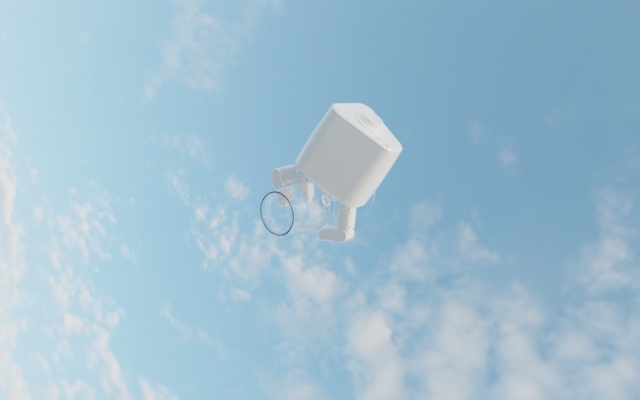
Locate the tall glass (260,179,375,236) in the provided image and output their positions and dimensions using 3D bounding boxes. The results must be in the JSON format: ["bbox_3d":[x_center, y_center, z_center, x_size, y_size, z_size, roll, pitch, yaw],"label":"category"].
[{"bbox_3d":[0.000,0.002,0.724,0.079,0.079,0.201,0,9,38],"label":"tall glass"}]
